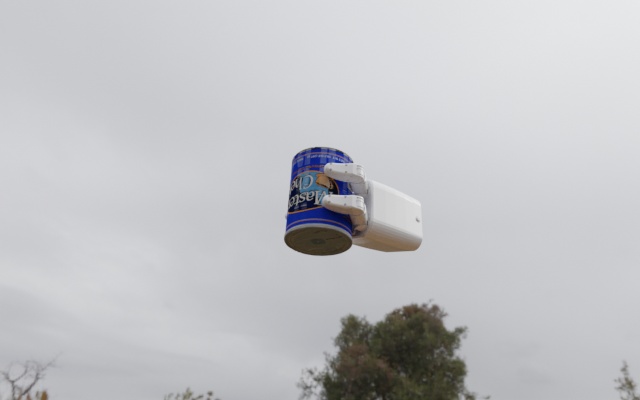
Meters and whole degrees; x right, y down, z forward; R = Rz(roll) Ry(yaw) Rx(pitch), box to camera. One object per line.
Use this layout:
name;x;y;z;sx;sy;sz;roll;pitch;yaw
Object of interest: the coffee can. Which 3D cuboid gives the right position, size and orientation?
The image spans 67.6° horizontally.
coffee can;0.000;0.003;0.745;0.103;0.140;0.103;3;-29;1
